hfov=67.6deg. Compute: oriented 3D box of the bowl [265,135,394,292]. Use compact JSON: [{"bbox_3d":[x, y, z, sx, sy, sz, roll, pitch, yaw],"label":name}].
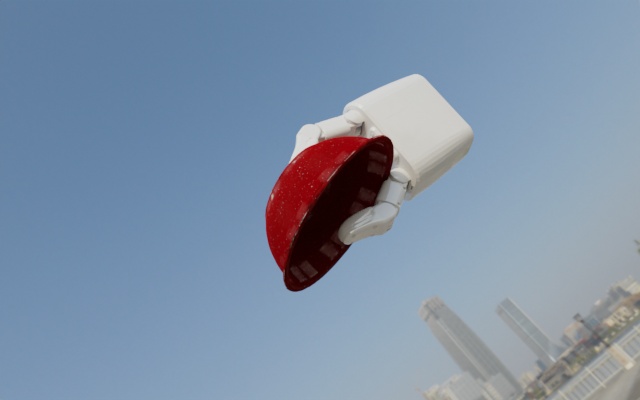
[{"bbox_3d":[-0.001,0.002,0.435,0.055,0.162,0.162,33,12,20],"label":"bowl"}]
